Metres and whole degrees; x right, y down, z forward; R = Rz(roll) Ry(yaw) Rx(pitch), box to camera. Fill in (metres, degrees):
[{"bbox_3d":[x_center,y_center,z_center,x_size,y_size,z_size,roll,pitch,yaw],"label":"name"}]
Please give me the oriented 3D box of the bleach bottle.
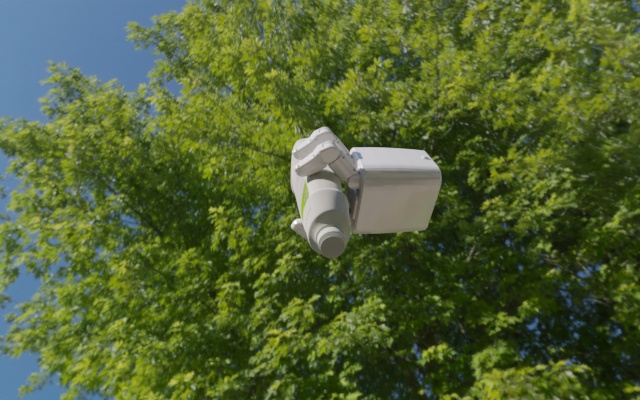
[{"bbox_3d":[0.000,0.002,0.633,0.068,0.103,0.250,-1,27,-6],"label":"bleach bottle"}]
